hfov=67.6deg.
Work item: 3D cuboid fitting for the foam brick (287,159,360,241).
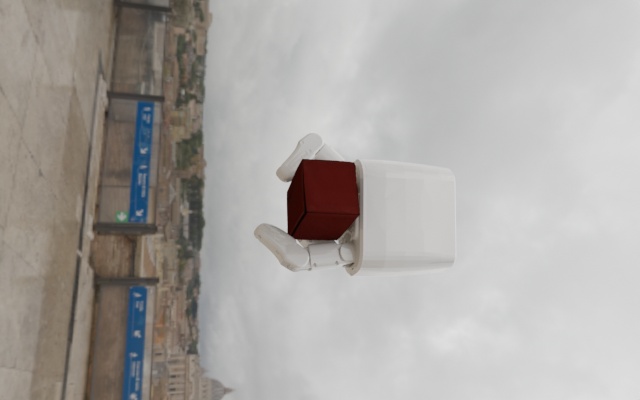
[{"bbox_3d":[0.000,0.001,0.449,0.051,0.053,0.078,3,-22,-14],"label":"foam brick"}]
